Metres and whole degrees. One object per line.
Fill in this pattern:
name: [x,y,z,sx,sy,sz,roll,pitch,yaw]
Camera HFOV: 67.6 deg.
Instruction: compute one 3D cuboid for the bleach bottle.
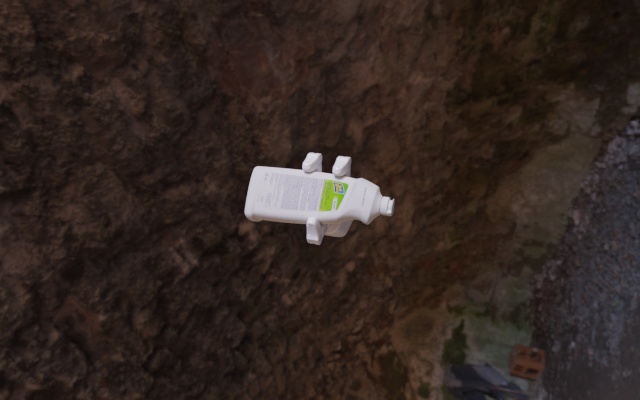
bleach bottle: [0.000,0.003,0.829,0.251,0.102,0.068,8,-7,16]
